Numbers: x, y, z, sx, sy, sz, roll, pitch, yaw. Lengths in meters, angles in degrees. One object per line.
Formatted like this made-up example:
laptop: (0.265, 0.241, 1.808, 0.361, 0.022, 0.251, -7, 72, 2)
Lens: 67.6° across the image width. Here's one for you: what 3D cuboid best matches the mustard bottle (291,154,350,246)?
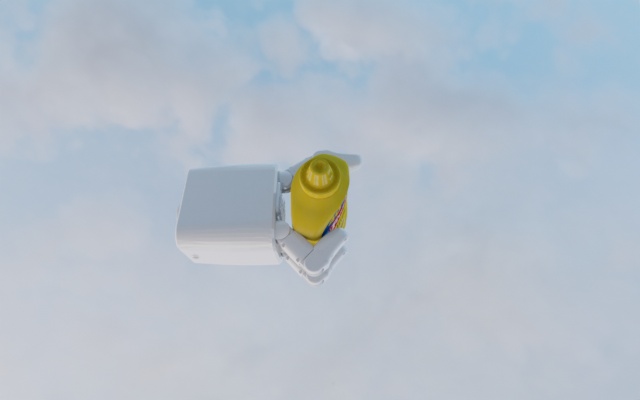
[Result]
mustard bottle: (0.000, 0.002, 0.536, 0.058, 0.096, 0.192, 22, -19, 9)
